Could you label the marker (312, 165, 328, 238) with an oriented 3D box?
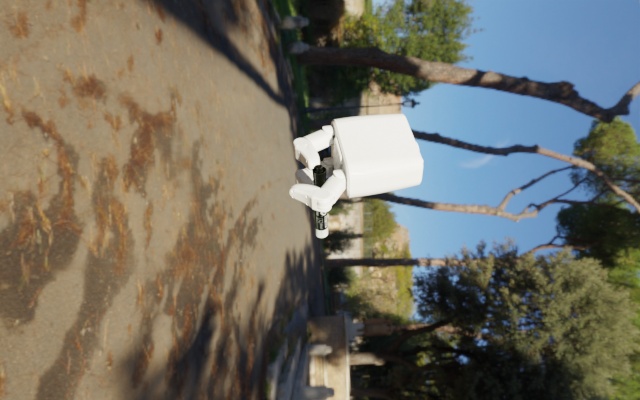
[{"bbox_3d":[0.000,0.002,0.649,0.020,0.121,0.020,-1,40,1],"label":"marker"}]
